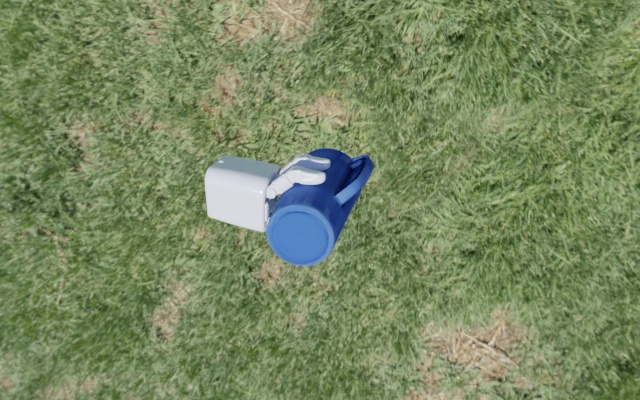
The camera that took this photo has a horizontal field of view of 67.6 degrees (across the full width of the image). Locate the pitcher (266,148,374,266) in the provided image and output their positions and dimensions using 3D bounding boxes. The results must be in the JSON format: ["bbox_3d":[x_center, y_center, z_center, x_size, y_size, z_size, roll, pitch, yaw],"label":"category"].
[{"bbox_3d":[0.000,0.003,0.821,0.145,0.149,0.242,15,26,6],"label":"pitcher"}]
